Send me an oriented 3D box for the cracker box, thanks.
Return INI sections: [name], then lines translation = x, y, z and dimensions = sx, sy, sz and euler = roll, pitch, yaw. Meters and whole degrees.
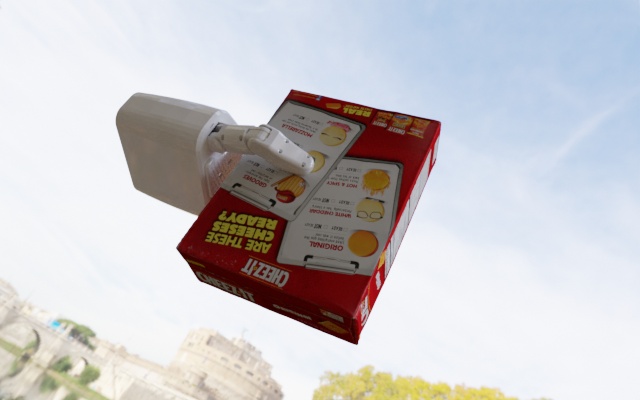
[cracker box]
translation = 0.000, 0.001, 0.446
dimensions = 0.164, 0.213, 0.072
euler = 17, -32, 20
